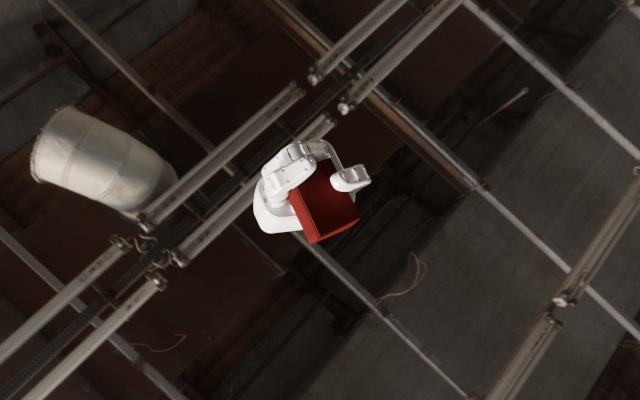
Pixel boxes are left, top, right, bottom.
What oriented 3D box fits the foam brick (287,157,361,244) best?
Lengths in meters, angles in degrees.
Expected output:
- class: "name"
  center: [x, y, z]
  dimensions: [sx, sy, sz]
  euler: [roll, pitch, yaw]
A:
- class: "foam brick"
  center: [0.000, 0.002, 0.528]
  dimensions: [0.053, 0.078, 0.051]
  euler: [-23, -10, -17]
